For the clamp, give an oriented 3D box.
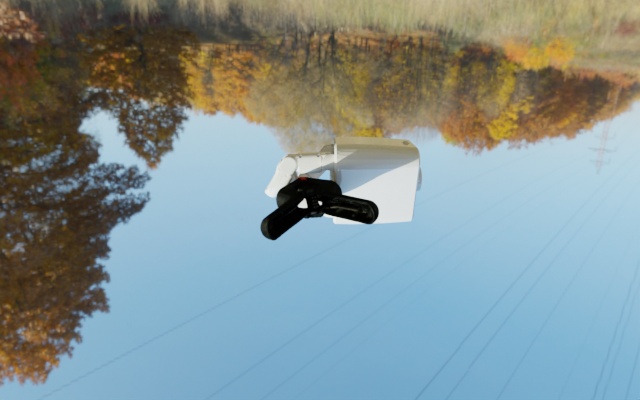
[{"bbox_3d":[0.000,0.002,0.545,0.120,0.039,0.171,-1,18,0],"label":"clamp"}]
